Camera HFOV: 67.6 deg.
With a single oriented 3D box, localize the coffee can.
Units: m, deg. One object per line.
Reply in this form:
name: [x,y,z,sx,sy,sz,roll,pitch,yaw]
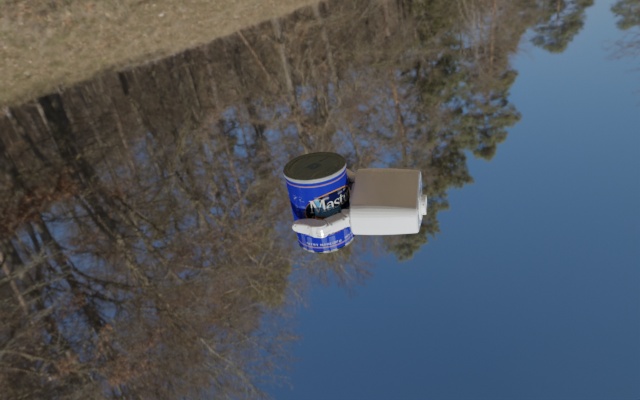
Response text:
coffee can: [0.000,0.003,0.804,0.103,0.140,0.102,-7,29,4]
